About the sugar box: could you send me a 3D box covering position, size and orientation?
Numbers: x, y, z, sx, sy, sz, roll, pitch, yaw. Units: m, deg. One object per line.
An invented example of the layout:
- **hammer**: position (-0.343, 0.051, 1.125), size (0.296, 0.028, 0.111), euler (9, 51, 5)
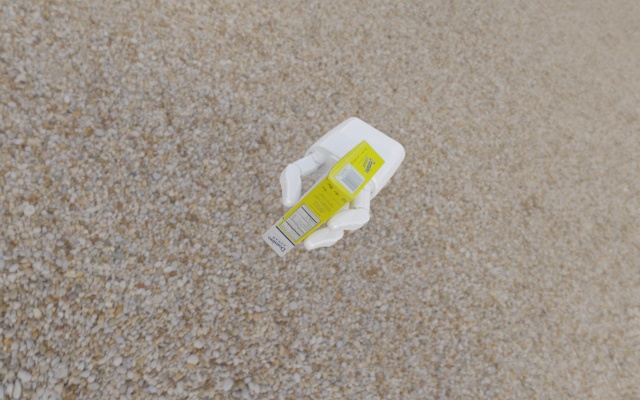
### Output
- **sugar box**: position (0.001, 0.002, 0.621), size (0.093, 0.048, 0.176), euler (-45, 0, -43)
